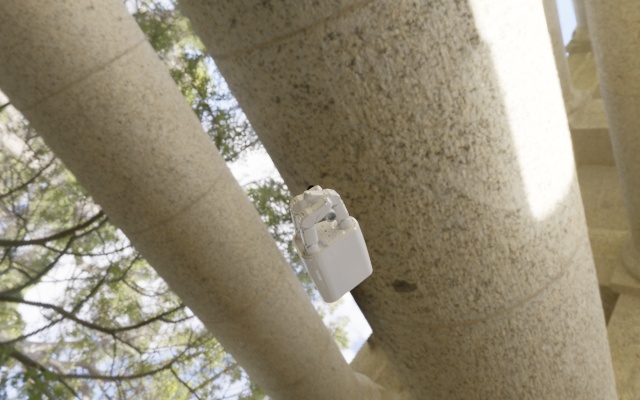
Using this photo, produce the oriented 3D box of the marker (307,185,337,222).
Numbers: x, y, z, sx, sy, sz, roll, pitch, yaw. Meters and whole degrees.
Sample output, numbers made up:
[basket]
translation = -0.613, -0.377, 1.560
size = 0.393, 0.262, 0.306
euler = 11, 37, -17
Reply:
[marker]
translation = 0.000, 0.003, 0.800
size = 0.020, 0.020, 0.121
euler = 0, 23, -18
